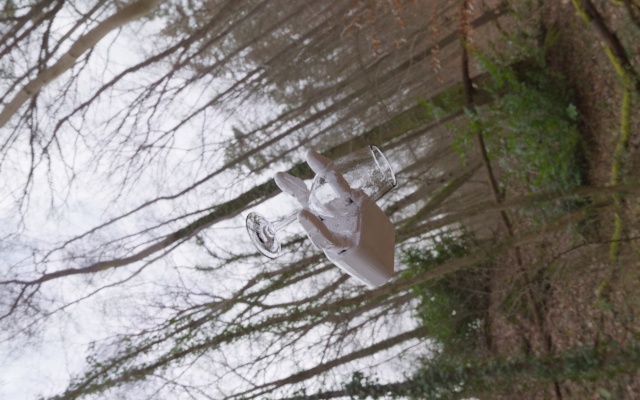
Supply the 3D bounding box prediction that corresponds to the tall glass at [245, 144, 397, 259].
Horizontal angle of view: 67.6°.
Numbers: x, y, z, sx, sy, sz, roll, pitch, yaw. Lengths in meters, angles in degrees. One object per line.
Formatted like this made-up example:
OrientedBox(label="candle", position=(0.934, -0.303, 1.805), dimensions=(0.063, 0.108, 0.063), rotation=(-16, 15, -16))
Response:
OrientedBox(label="tall glass", position=(-0.001, 0.002, 0.637), dimensions=(0.201, 0.079, 0.079), rotation=(-30, -12, 20))
